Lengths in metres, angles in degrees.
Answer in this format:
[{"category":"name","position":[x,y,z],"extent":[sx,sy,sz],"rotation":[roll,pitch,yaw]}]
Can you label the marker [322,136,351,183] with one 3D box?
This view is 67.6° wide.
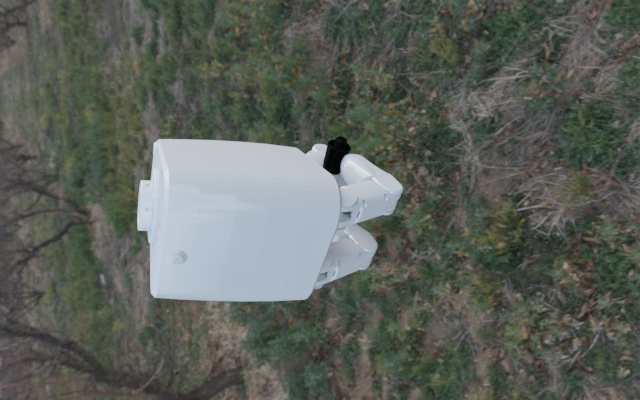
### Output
[{"category":"marker","position":[0.000,0.001,0.400],"extent":[0.020,0.121,0.020],"rotation":[13,32,-8]}]
